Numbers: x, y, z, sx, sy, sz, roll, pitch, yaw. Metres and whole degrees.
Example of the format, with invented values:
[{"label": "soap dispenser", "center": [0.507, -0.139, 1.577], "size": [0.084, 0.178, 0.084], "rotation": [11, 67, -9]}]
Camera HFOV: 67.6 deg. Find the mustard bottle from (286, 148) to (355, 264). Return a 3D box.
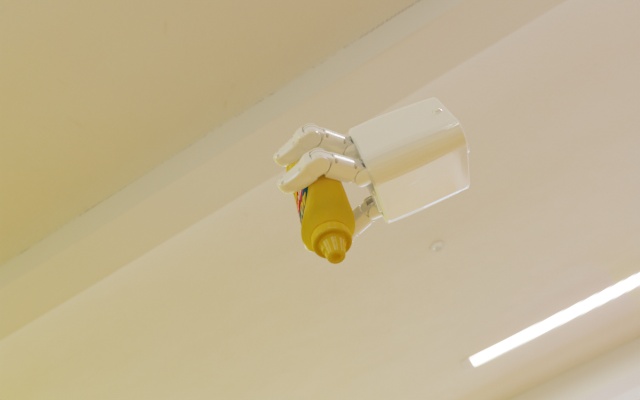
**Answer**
[{"label": "mustard bottle", "center": [0.000, 0.002, 0.539], "size": [0.058, 0.096, 0.191], "rotation": [-2, 35, -11]}]
